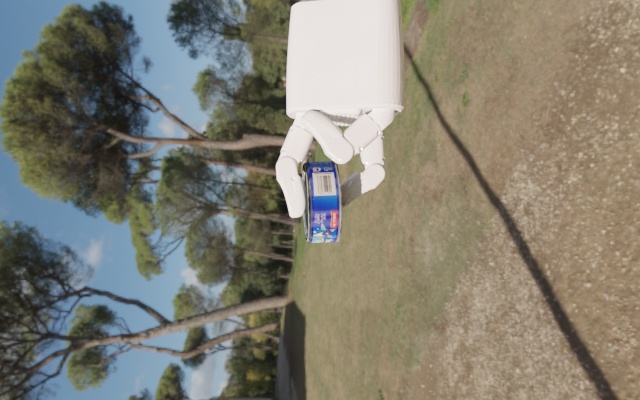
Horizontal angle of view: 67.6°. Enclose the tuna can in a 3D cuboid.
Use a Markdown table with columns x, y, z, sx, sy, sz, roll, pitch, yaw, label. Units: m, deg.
| x | y | z | sx | sy | sz | roll | pitch | yaw | label |
| --- | --- | --- | --- | --- | --- | --- | --- | --- | --- |
| 0.000 | 0.002 | 0.499 | 0.034 | 0.086 | 0.086 | -2 | 0 | -6 | tuna can |
